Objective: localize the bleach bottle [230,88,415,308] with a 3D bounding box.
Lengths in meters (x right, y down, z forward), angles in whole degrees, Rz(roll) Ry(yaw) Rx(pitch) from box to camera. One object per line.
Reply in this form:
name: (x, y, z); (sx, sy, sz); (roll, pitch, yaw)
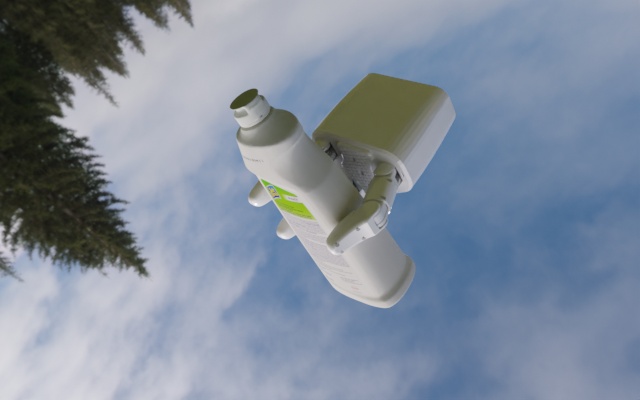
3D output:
bleach bottle: (0.000, 0.002, 0.463); (0.102, 0.068, 0.251); (10, -36, 45)
